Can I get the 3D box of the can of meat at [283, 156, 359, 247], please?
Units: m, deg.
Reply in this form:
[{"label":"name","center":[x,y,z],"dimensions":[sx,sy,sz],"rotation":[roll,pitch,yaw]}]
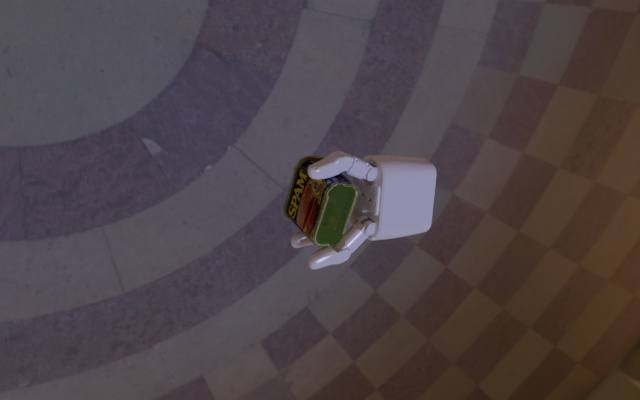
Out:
[{"label":"can of meat","center":[0.000,0.002,0.656],"dimensions":[0.057,0.102,0.084],"rotation":[1,27,-35]}]
